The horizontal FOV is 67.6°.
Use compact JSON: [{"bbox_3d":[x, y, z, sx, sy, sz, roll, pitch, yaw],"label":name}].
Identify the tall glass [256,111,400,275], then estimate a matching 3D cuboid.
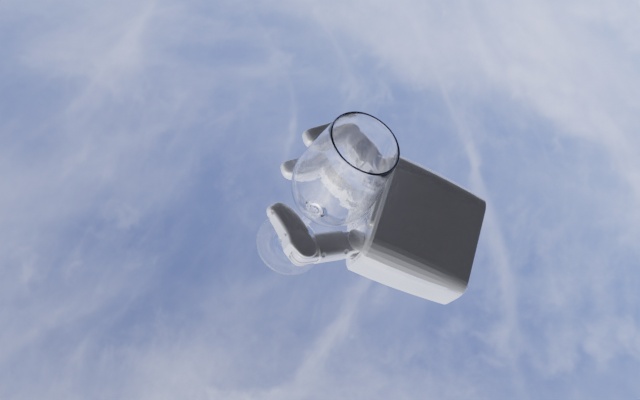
[{"bbox_3d":[0.000,0.002,0.456,0.079,0.079,0.201,0,-29,-24],"label":"tall glass"}]
